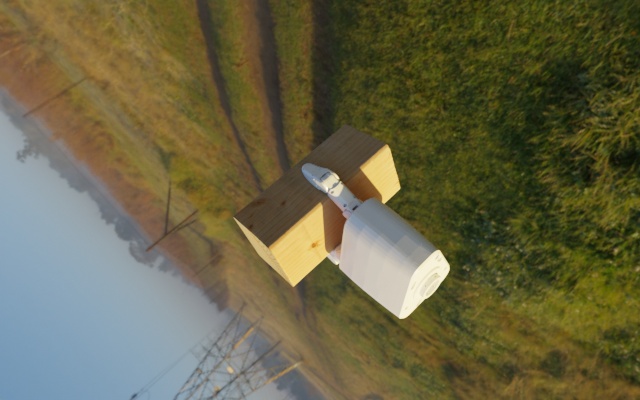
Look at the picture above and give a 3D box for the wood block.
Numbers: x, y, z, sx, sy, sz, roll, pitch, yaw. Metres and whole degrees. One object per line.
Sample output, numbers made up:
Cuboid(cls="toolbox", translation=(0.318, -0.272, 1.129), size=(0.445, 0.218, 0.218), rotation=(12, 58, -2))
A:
Cuboid(cls="wood block", translation=(0.000, 0.002, 0.650), size=(0.206, 0.091, 0.090), rotation=(-41, 47, -16))
